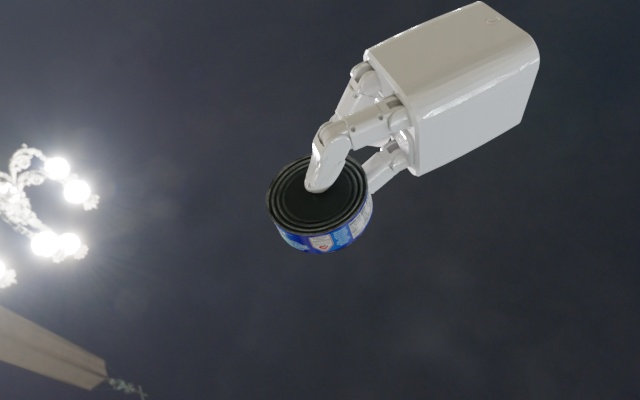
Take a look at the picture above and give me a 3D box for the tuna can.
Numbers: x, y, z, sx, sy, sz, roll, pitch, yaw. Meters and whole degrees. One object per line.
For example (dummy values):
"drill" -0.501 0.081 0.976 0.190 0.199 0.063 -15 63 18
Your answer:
"tuna can" 0.000 0.002 0.401 0.086 0.086 0.034 0 -37 17
